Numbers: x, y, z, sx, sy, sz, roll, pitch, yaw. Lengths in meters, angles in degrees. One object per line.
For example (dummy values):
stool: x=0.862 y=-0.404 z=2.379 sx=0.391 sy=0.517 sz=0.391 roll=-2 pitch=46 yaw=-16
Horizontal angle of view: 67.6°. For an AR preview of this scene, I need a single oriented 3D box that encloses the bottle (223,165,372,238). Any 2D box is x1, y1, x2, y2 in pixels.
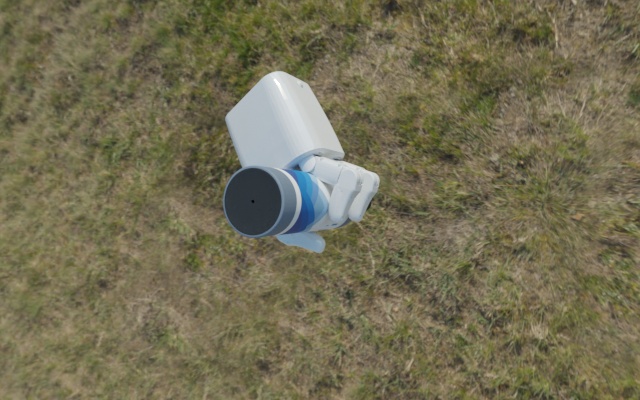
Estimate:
bottle: x=0.000 y=0.002 z=0.568 sx=0.069 sy=0.069 sz=0.296 roll=0 pitch=0 yaw=25
